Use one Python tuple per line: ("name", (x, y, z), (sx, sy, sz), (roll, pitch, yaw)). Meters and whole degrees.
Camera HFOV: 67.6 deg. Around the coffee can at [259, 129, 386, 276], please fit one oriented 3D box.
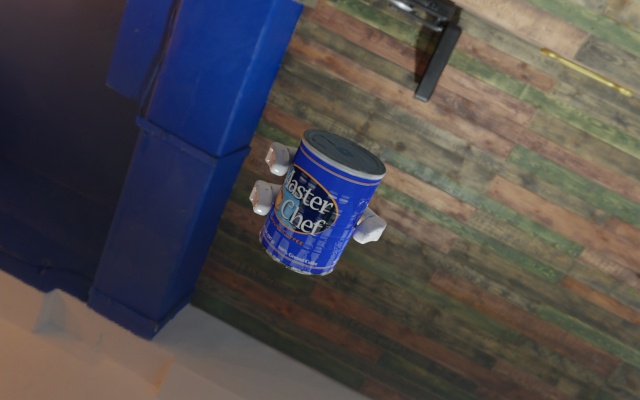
("coffee can", (0.000, 0.002, 0.562), (0.103, 0.140, 0.102), (22, 23, -10))
